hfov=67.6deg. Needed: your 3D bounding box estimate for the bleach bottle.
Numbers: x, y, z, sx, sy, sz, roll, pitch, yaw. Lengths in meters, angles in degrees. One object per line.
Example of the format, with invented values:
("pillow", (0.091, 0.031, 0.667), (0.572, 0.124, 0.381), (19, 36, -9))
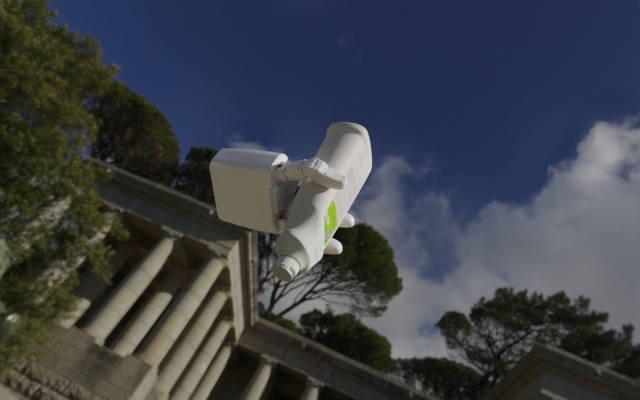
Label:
("bleach bottle", (0.000, 0.002, 0.667), (0.068, 0.103, 0.250), (9, 46, 24))
